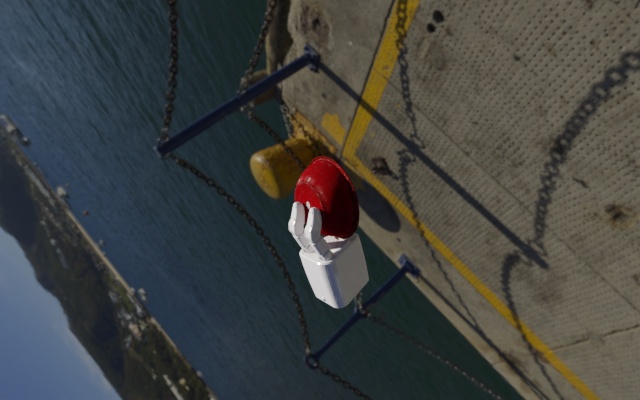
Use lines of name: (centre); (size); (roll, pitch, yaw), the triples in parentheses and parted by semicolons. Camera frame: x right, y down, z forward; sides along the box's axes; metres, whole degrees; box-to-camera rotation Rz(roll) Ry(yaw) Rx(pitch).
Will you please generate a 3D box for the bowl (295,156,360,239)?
bowl: (-0.001, 0.002, 0.879); (0.055, 0.162, 0.162); (-20, 11, -31)
